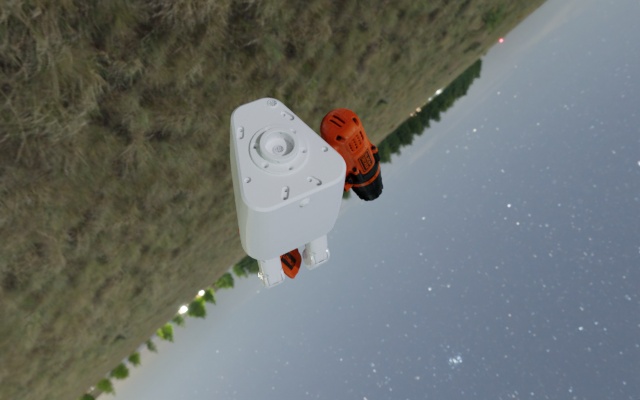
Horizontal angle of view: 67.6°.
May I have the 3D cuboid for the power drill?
[{"bbox_3d":[0.000,0.002,0.579,0.057,0.187,0.184,35,-10,30],"label":"power drill"}]
